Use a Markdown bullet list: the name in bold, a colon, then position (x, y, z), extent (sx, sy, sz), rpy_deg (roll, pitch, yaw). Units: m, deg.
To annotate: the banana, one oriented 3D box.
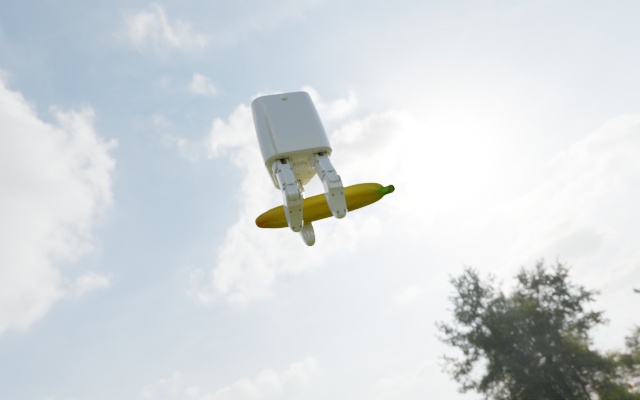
- **banana**: position (0.006, 0.005, 0.678), extent (0.198, 0.037, 0.070), rpy_deg (-16, -13, 6)
